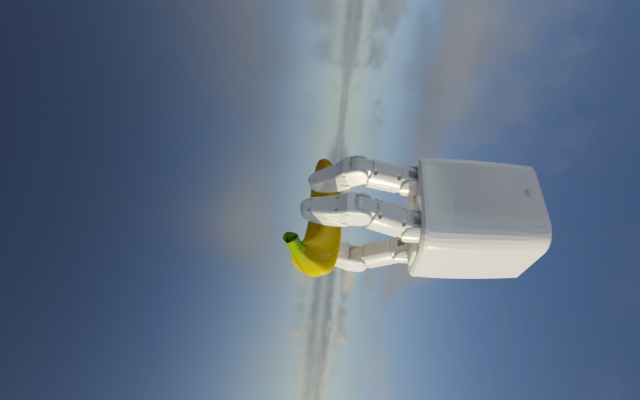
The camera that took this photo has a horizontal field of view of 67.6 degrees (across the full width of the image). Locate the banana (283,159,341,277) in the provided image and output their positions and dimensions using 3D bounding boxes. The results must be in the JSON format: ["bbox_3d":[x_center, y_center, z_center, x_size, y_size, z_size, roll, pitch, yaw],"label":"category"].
[{"bbox_3d":[0.001,0.020,0.471,0.037,0.070,0.197,-2,23,8],"label":"banana"}]
